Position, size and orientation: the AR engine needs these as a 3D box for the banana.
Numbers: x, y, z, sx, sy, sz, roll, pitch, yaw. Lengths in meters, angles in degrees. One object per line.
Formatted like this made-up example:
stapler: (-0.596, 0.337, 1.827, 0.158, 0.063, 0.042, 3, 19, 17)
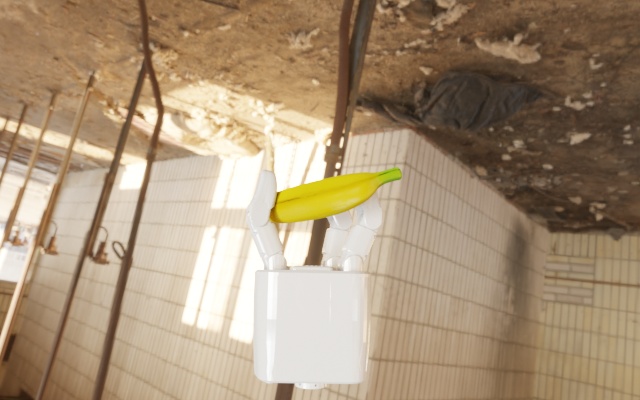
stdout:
banana: (-0.011, 0.002, 0.491, 0.069, 0.037, 0.198, -5, -5, -43)
